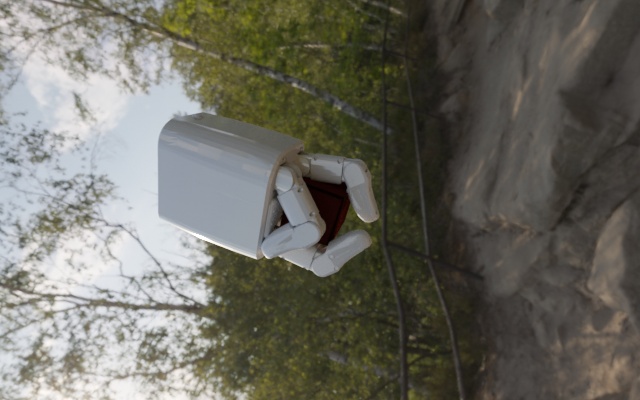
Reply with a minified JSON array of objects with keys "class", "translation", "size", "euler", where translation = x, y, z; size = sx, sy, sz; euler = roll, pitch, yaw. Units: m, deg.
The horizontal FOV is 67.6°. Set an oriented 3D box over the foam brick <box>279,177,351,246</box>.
[{"class":"foam brick","translation":[0.000,0.002,0.468],"size":[0.051,0.053,0.078],"euler":[19,19,8]}]
